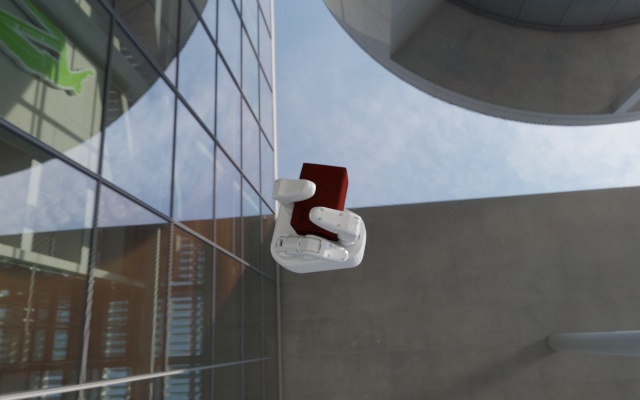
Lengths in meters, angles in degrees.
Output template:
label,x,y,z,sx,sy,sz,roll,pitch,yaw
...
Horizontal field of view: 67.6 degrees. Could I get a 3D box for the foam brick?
label,x,y,z,sx,sy,sz,roll,pitch,yaw
foam brick,0.000,0.002,0.560,0.053,0.078,0.051,10,-14,10
